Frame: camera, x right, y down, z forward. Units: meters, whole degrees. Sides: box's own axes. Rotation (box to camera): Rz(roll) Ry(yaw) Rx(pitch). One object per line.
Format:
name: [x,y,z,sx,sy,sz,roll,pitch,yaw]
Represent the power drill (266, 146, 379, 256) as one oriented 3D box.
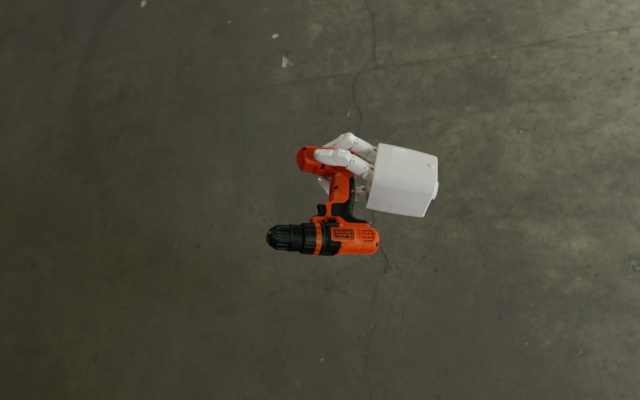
power drill: [0.000,0.002,0.797,0.184,0.187,0.057,4,-26,-17]
